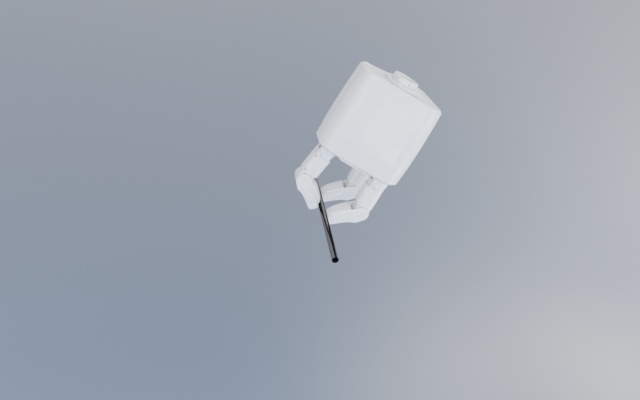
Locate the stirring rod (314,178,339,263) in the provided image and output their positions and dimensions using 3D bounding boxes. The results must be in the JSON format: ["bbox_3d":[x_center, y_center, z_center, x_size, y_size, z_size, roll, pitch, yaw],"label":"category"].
[{"bbox_3d":[0.000,0.002,0.633,0.011,0.011,0.239,0,33,-9],"label":"stirring rod"}]
